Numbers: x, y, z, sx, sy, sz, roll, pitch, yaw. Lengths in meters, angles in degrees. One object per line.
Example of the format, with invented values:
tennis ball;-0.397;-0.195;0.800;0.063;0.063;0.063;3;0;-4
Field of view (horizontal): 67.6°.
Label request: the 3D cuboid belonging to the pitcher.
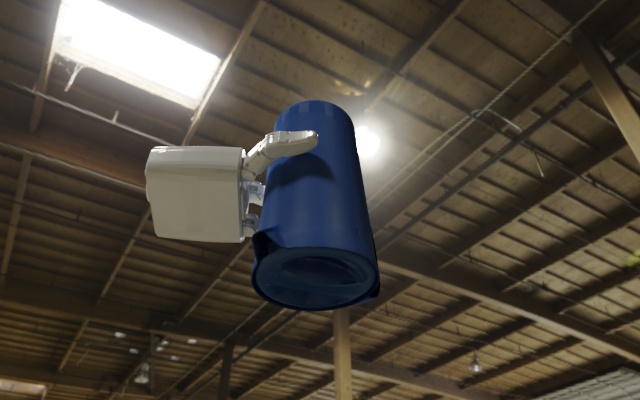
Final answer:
pitcher;0.000;0.002;0.570;0.145;0.242;0.149;1;-39;-1
